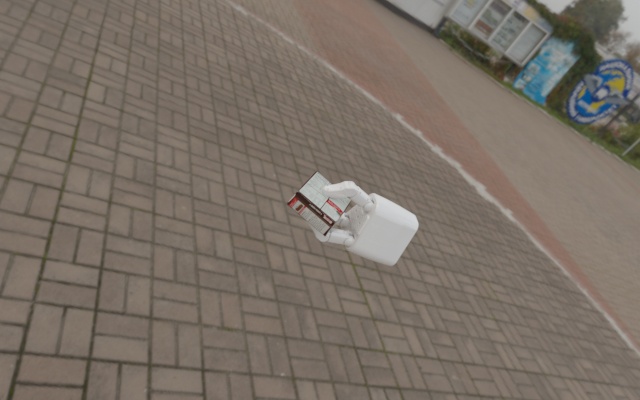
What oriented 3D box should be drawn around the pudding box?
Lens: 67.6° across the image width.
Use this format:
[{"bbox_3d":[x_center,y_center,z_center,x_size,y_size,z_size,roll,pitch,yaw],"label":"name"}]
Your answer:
[{"bbox_3d":[0.000,0.003,0.865,0.090,0.039,0.113,40,27,0],"label":"pudding box"}]
